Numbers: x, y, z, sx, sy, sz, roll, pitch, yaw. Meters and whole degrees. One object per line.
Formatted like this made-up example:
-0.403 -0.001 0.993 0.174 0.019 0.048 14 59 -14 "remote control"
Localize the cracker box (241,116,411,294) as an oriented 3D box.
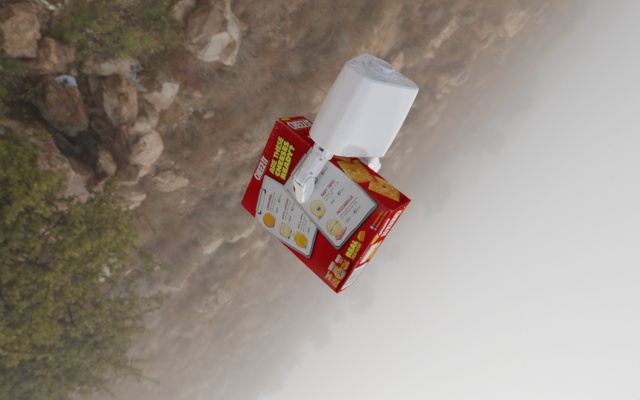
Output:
0.000 0.002 0.702 0.213 0.164 0.072 41 32 20 "cracker box"
